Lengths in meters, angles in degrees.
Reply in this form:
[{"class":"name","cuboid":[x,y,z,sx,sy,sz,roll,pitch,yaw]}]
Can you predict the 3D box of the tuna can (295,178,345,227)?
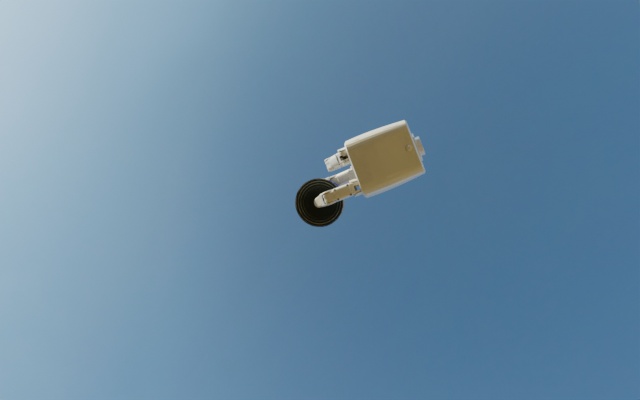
[{"class":"tuna can","cuboid":[0.000,0.003,0.850,0.086,0.086,0.034,0,4,10]}]
